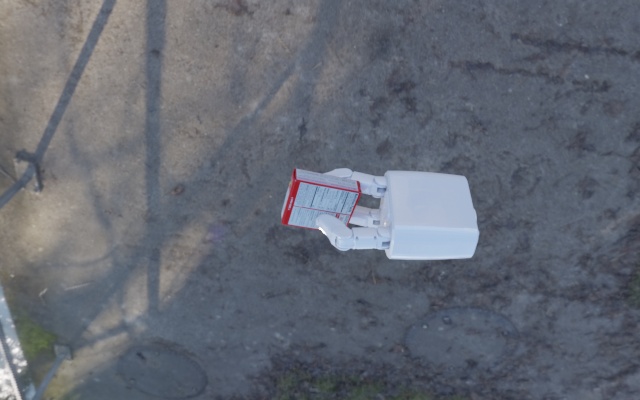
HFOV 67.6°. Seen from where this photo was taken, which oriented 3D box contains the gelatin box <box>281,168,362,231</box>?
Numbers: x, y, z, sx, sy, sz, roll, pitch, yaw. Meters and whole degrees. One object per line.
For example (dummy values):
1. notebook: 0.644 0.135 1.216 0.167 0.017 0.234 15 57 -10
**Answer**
1. gelatin box: 0.000 0.002 0.616 0.089 0.073 0.030 10 37 -13
